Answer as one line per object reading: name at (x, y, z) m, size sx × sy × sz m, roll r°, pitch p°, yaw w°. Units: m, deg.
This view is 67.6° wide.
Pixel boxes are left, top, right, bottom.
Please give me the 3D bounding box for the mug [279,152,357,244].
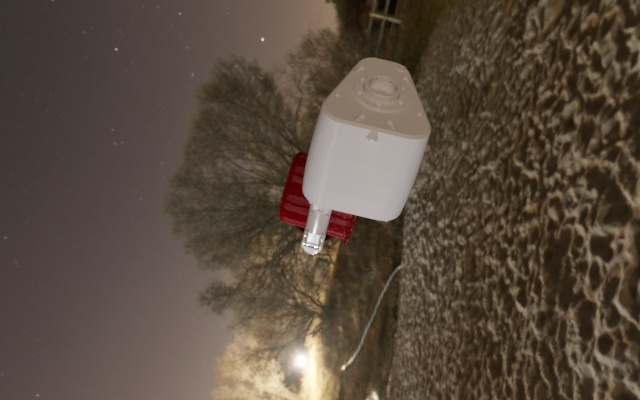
mug at (0.000, 0.003, 0.544) m, size 0.081 × 0.093 × 0.117 m, roll 15°, pitch -43°, yaw 1°
